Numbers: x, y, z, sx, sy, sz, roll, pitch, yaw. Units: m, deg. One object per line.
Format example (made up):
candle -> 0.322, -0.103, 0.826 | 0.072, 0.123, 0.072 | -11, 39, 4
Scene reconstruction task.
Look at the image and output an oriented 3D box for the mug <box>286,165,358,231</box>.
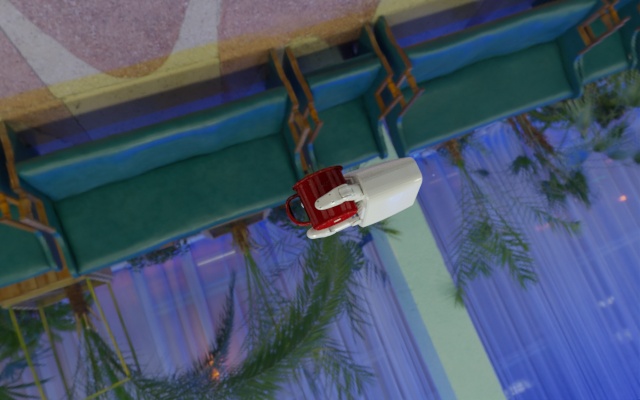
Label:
mug -> -0.001, 0.003, 0.792 | 0.117, 0.081, 0.093 | -21, -10, -14
